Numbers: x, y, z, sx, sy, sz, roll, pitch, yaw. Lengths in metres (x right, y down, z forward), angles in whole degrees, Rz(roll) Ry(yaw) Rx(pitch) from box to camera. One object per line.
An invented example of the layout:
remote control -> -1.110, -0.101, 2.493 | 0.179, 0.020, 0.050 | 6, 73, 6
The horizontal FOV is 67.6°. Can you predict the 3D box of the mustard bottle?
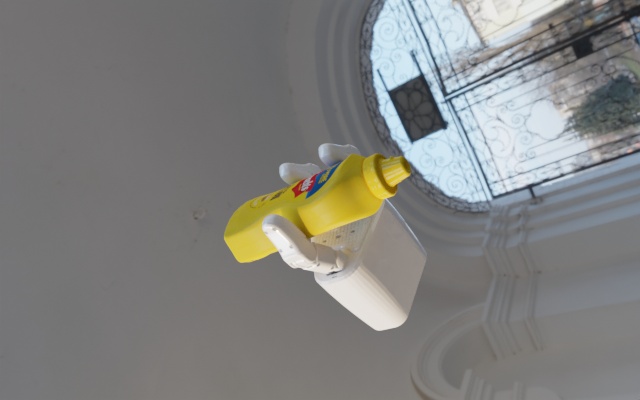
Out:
mustard bottle -> 0.000, 0.001, 0.466 | 0.192, 0.058, 0.096 | -22, 12, 31
